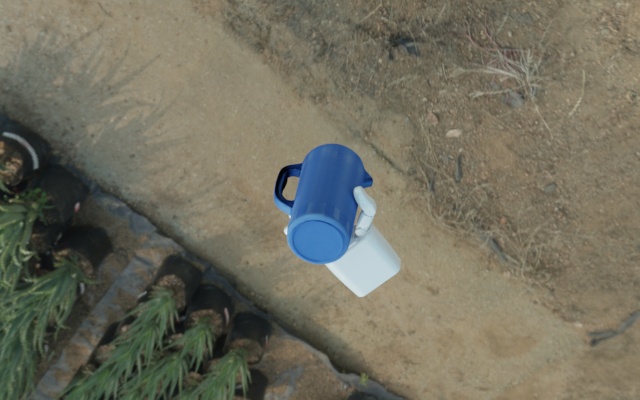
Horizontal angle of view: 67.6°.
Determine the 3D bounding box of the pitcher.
[{"bbox_3d":[0.000,0.003,0.895,0.149,0.145,0.242,-31,23,26],"label":"pitcher"}]
